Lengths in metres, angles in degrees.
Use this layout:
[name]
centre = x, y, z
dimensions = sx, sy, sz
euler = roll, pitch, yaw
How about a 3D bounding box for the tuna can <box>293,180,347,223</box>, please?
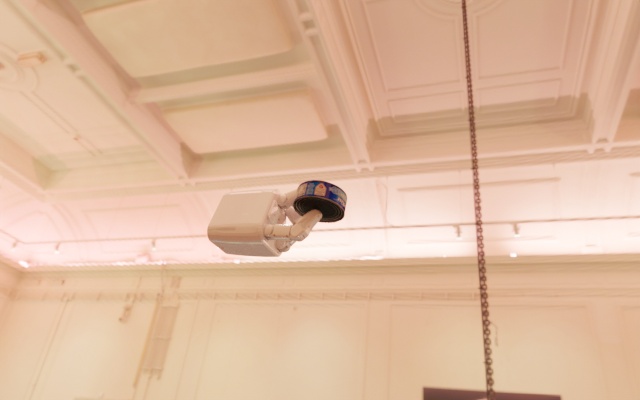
[tuna can]
centre = 0.000, 0.002, 0.777
dimensions = 0.086, 0.033, 0.086
euler = 10, -28, 5
